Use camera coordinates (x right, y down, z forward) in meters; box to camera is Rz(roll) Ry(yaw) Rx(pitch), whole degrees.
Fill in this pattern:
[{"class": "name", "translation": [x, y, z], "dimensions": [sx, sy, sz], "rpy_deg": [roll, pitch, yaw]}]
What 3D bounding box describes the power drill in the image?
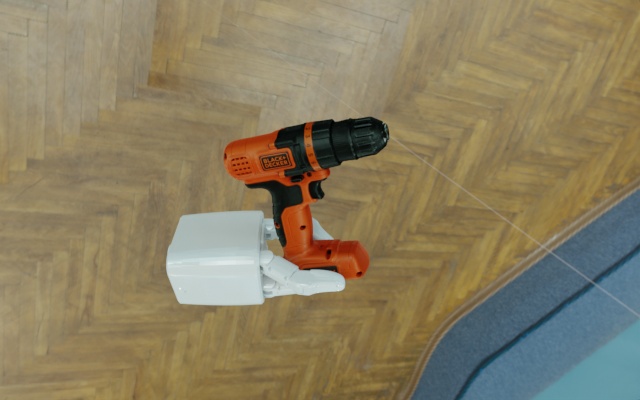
[{"class": "power drill", "translation": [0.000, 0.002, 0.542], "dimensions": [0.184, 0.188, 0.057], "rpy_deg": [-7, 25, 19]}]
